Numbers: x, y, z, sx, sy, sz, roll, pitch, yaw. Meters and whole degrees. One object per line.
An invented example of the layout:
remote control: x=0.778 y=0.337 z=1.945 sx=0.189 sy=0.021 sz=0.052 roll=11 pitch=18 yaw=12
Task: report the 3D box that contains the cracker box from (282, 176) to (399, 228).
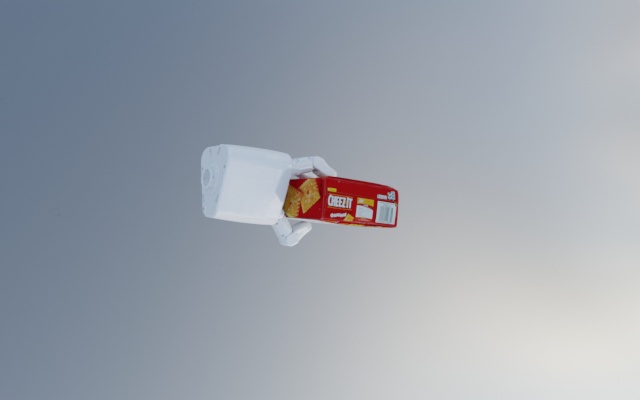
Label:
cracker box: x=0.000 y=0.003 z=0.813 sx=0.164 sy=0.072 sz=0.213 roll=7 pitch=-4 yaw=-38
